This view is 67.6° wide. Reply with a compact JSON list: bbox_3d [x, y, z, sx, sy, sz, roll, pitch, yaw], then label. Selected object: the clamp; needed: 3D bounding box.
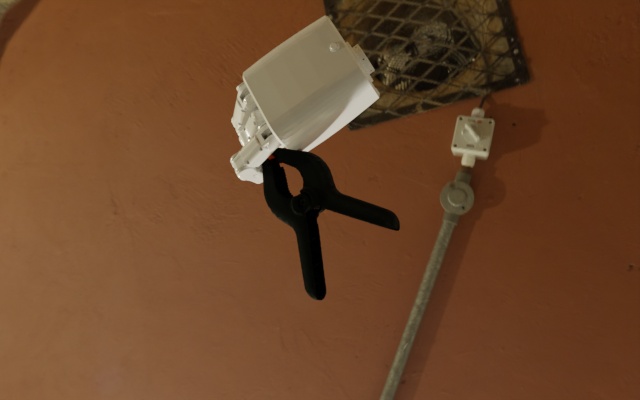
[{"bbox_3d":[0.000,0.002,0.493,0.120,0.171,0.039,-34,-18,14],"label":"clamp"}]
